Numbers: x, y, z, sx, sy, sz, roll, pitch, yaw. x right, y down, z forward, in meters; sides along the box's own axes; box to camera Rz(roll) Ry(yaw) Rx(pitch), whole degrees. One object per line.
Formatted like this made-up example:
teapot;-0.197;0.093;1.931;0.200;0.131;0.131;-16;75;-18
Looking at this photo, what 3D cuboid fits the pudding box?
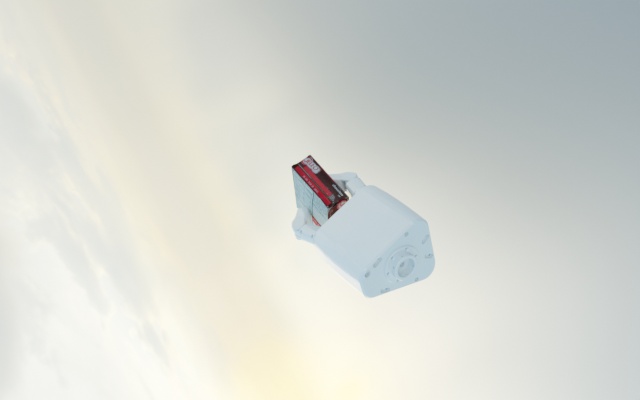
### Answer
pudding box;0.000;0.002;0.686;0.039;0.090;0.114;-30;-28;-18
